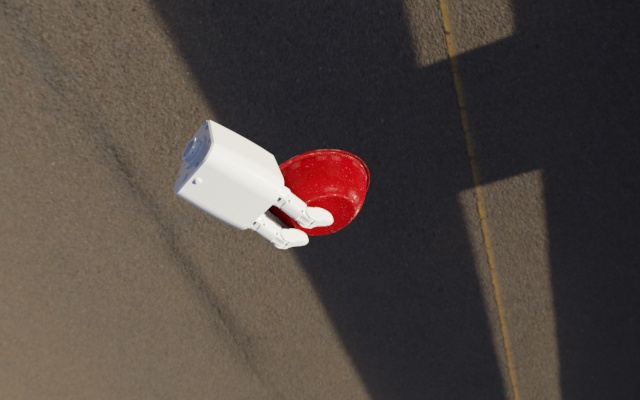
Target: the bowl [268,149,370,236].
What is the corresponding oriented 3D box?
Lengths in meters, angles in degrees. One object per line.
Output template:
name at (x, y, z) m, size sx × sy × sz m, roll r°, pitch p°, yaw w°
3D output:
bowl at (0.001, 0.003, 0.693) m, size 0.162 × 0.055 × 0.162 m, roll -10°, pitch -39°, yaw -8°
